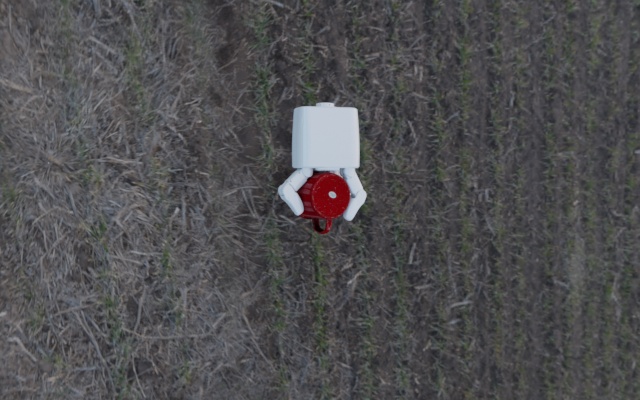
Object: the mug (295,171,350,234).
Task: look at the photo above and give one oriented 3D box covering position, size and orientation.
[{"bbox_3d":[0.000,0.004,0.860,0.093,0.117,0.081,-4,4,-29],"label":"mug"}]
